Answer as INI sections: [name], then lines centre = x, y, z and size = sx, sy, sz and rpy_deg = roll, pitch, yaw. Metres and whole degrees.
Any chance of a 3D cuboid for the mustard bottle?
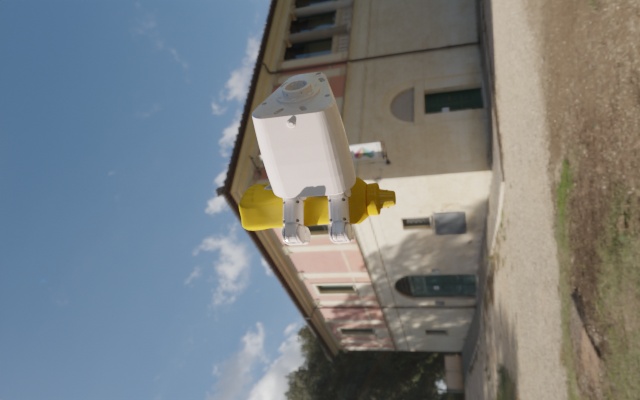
[mustard bottle]
centre = 0.000, 0.002, 0.614
size = 0.191, 0.058, 0.096
rpy_deg = -4, 13, 15
